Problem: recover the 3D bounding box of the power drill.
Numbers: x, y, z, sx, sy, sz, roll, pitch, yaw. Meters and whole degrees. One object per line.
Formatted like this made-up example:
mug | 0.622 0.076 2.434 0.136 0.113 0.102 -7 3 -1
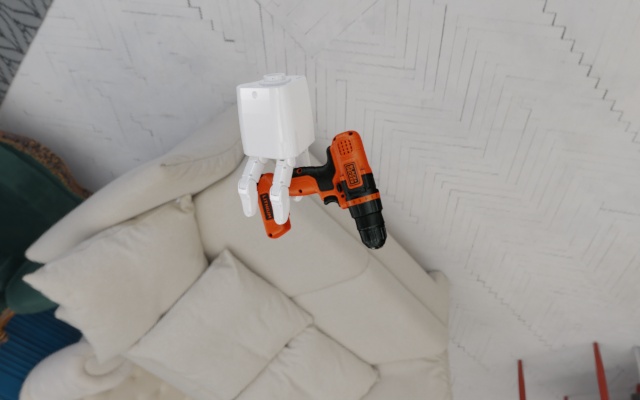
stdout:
power drill | 0.000 0.002 0.745 0.187 0.184 0.057 -16 -3 17
